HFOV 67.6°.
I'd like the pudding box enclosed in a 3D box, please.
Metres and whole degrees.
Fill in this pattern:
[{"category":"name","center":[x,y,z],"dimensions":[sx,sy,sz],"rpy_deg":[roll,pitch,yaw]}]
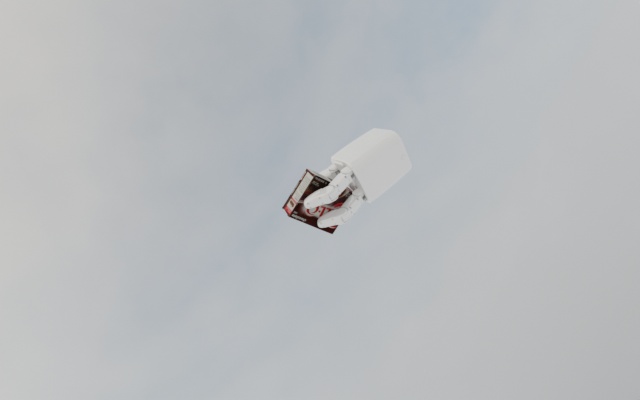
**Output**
[{"category":"pudding box","center":[0.000,0.003,0.869],"dimensions":[0.113,0.090,0.039],"rpy_deg":[24,13,-35]}]
